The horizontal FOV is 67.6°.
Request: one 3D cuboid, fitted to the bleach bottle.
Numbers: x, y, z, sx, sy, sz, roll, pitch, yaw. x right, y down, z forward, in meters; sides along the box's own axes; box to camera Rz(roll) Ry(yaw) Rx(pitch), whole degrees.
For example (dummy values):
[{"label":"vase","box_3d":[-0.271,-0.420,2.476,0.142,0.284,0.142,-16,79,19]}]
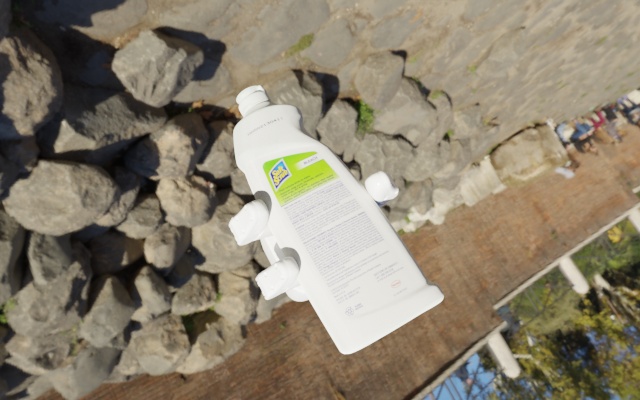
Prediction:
[{"label":"bleach bottle","box_3d":[0.000,0.001,0.430,0.102,0.250,0.068,-26,-13,-14]}]
